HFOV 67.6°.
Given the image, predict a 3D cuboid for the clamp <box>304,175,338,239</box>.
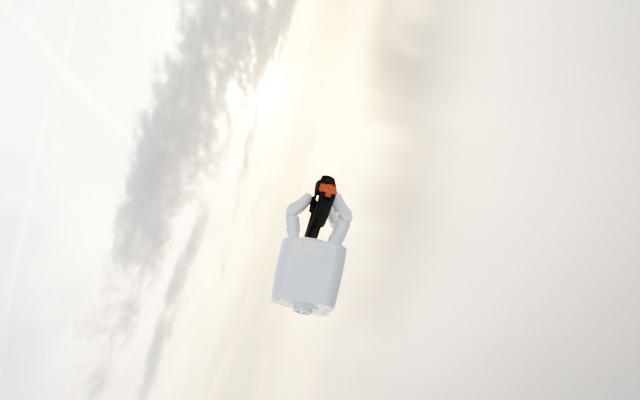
[{"bbox_3d":[-0.001,0.003,0.859,0.036,0.164,0.210,13,-25,-4],"label":"clamp"}]
